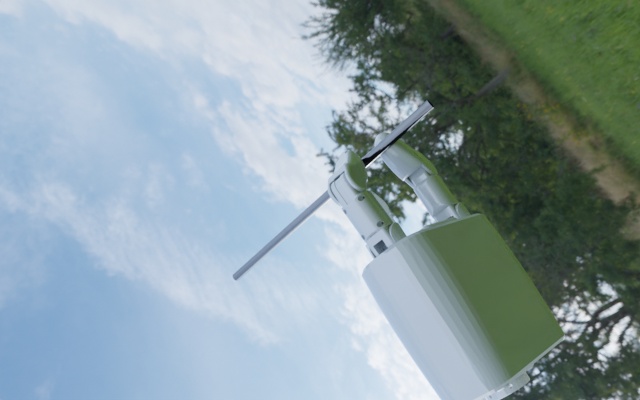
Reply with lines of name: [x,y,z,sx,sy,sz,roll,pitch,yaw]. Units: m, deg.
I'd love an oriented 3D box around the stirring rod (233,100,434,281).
stirring rod: [0.000,0.001,0.402,0.239,0.011,0.011,-42,-21,26]
